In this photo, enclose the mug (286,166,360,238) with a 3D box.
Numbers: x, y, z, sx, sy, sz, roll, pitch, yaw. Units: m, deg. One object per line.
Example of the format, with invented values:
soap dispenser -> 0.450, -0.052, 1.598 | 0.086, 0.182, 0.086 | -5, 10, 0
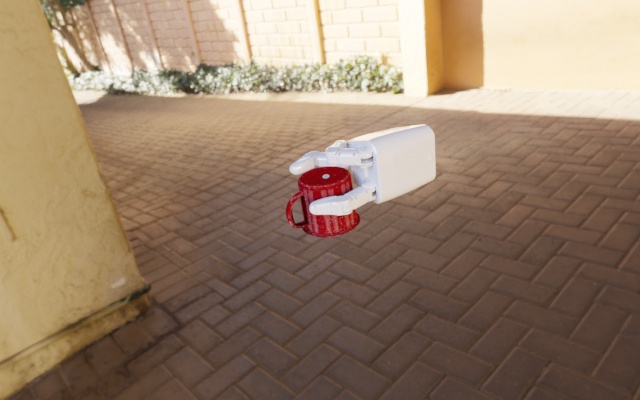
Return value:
mug -> -0.001, 0.003, 0.726 | 0.117, 0.081, 0.093 | -20, 27, -22
